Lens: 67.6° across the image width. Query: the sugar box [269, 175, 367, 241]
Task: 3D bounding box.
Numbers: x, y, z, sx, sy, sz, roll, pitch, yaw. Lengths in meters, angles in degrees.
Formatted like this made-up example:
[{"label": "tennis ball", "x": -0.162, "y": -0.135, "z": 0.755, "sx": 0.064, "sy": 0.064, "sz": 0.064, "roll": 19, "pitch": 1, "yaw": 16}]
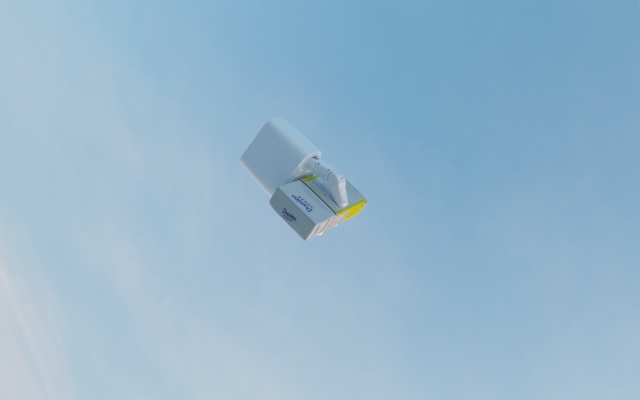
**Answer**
[{"label": "sugar box", "x": 0.000, "y": 0.003, "z": 0.830, "sx": 0.093, "sy": 0.048, "sz": 0.176, "roll": 44, "pitch": 35, "yaw": 17}]
